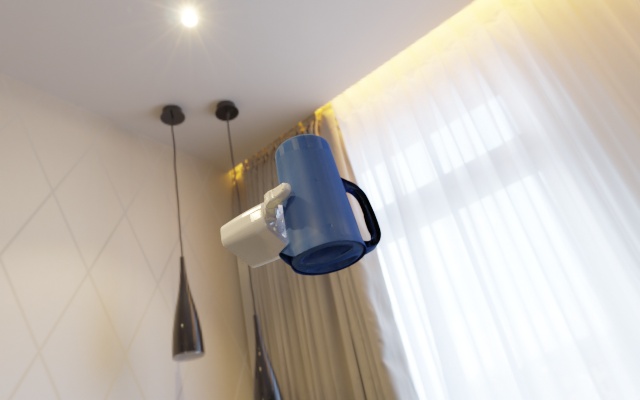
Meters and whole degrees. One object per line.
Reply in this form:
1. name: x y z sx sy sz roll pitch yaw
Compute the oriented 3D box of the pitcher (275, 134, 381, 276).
1. pitcher: 0.000 0.003 0.867 0.145 0.242 0.149 -28 -32 23
